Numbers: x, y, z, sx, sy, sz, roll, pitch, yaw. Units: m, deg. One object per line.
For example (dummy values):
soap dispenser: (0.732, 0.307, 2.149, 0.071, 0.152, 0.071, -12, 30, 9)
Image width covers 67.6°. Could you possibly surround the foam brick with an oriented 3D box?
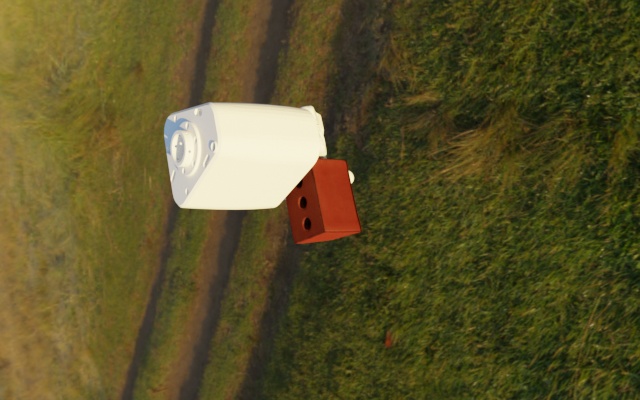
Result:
foam brick: (0.000, 0.002, 0.491, 0.051, 0.078, 0.053, -2, -15, -42)
